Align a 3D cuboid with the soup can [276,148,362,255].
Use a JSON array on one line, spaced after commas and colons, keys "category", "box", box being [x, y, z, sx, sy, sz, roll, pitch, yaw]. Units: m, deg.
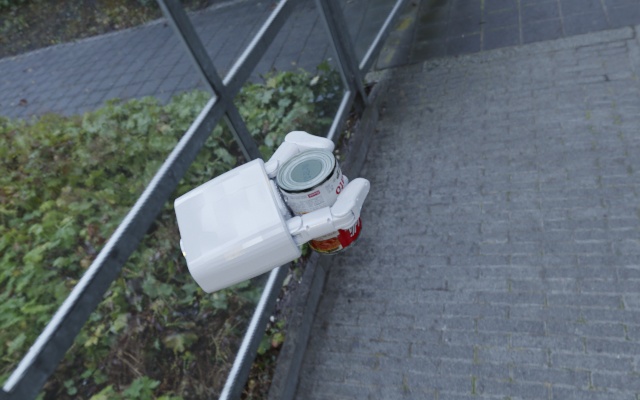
[{"category": "soup can", "box": [0.000, 0.001, 0.523, 0.068, 0.068, 0.102, 0, -44, 26]}]
